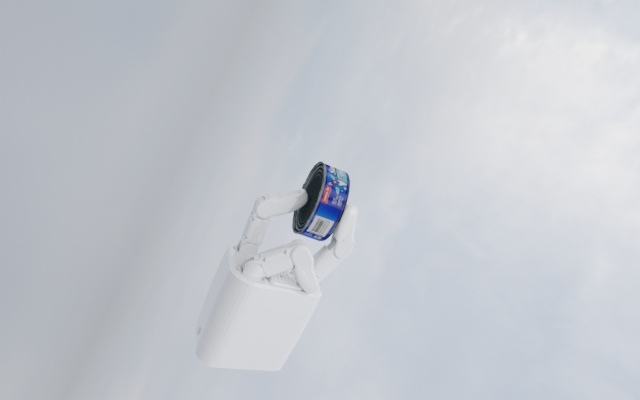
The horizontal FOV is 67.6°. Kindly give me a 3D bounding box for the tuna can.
[{"bbox_3d":[0.001,0.002,0.538,0.034,0.086,0.086,20,-6,-16],"label":"tuna can"}]
